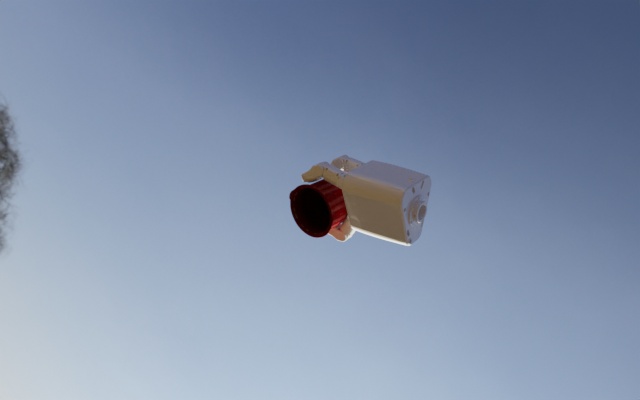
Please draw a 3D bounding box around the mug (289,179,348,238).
[{"bbox_3d":[-0.001,0.002,0.819,0.117,0.093,0.081,20,30,36],"label":"mug"}]
